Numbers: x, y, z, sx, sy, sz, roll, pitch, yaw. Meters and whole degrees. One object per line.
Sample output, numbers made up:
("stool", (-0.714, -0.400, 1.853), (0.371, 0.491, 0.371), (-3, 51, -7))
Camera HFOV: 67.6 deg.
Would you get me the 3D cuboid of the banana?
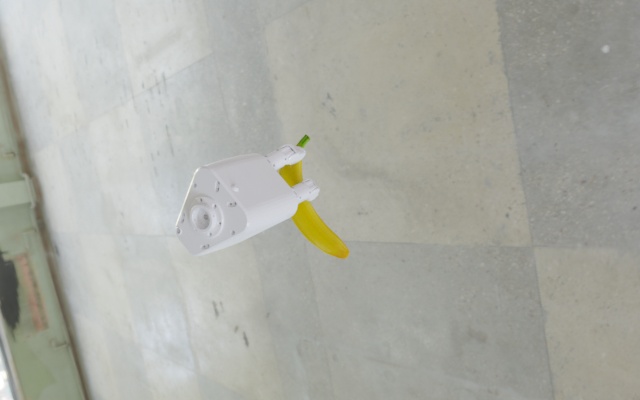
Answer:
("banana", (-0.019, 0.005, 0.718), (0.069, 0.198, 0.037), (-18, 7, 7))
